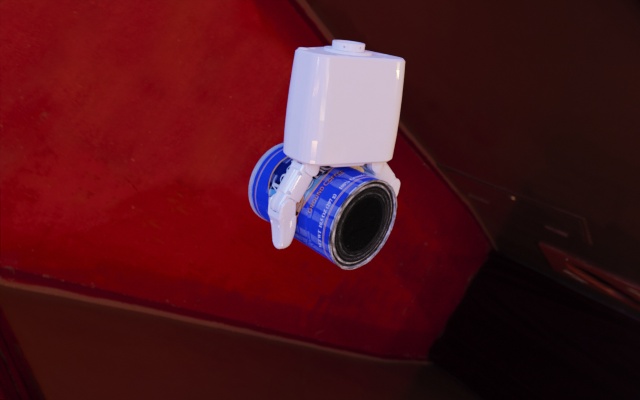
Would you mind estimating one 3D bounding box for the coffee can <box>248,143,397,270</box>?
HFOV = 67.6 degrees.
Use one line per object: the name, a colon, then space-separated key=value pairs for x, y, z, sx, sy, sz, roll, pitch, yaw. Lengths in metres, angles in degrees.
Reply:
coffee can: x=0.000 y=0.002 z=0.543 sx=0.103 sy=0.103 sz=0.140 roll=0 pitch=21 yaw=-46
